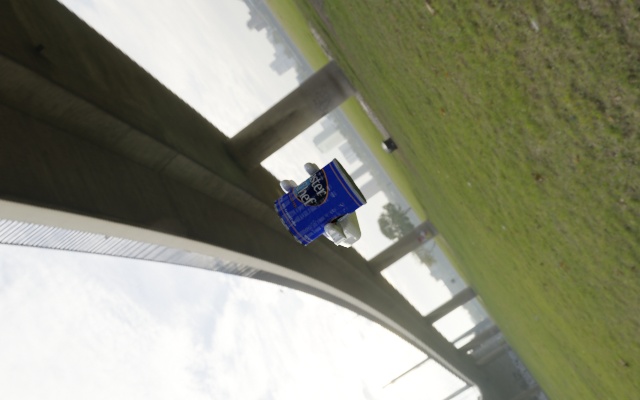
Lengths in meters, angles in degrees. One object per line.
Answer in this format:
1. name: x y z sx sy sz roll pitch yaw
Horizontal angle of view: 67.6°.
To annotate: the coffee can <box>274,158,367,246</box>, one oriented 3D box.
1. coffee can: 0.000 0.003 0.880 0.140 0.103 0.103 -35 -6 8
